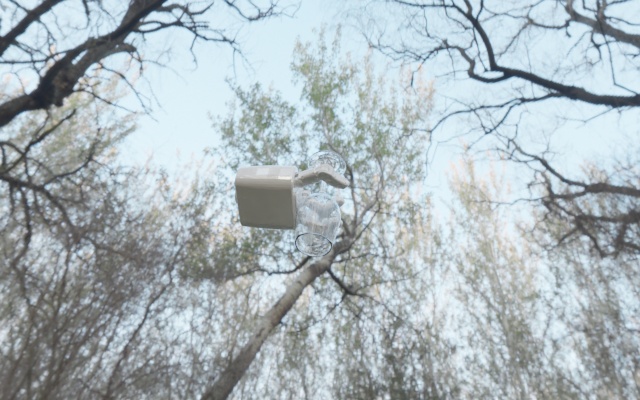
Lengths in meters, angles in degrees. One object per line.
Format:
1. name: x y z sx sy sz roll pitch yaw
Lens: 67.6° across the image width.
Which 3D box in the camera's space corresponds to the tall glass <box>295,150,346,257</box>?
1. tall glass: 0.000 0.002 0.847 0.079 0.200 0.079 5 -44 5
